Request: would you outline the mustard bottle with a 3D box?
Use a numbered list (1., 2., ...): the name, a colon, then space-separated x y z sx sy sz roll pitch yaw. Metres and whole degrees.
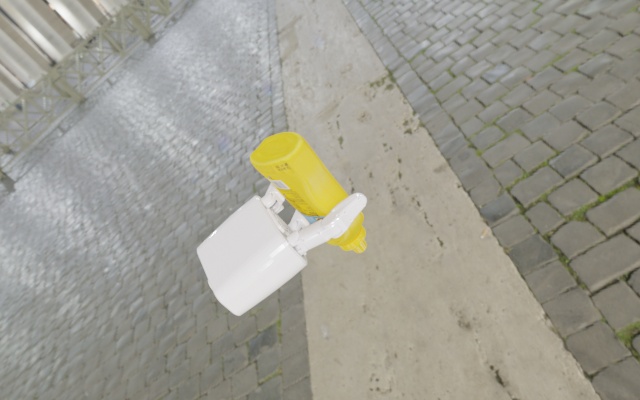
1. mustard bottle: 0.000 0.002 0.595 0.096 0.058 0.192 9 -35 54
